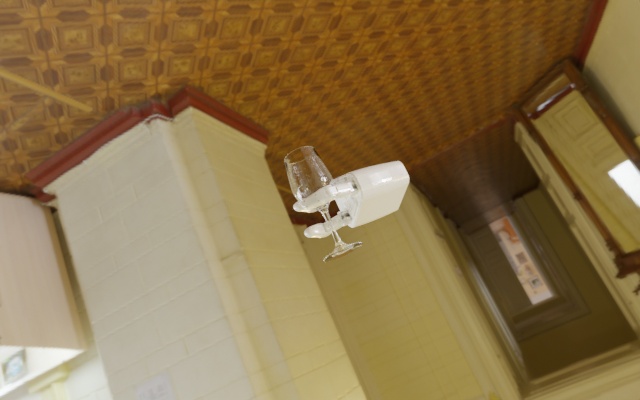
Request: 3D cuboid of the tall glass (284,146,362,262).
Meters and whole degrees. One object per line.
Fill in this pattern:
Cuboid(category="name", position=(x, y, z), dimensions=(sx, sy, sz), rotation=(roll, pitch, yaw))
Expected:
Cuboid(category="tall glass", position=(0.000, 0.003, 0.851), dimensions=(0.079, 0.201, 0.079), rotation=(-22, -17, -7))
